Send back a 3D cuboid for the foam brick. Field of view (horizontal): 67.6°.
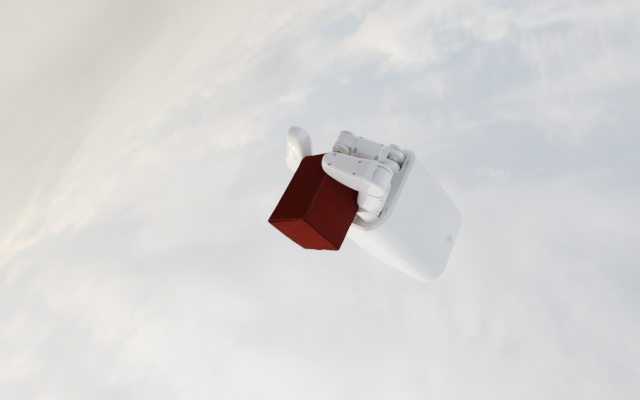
[{"bbox_3d":[0.000,0.002,0.440,0.053,0.078,0.051,-3,-39,49],"label":"foam brick"}]
